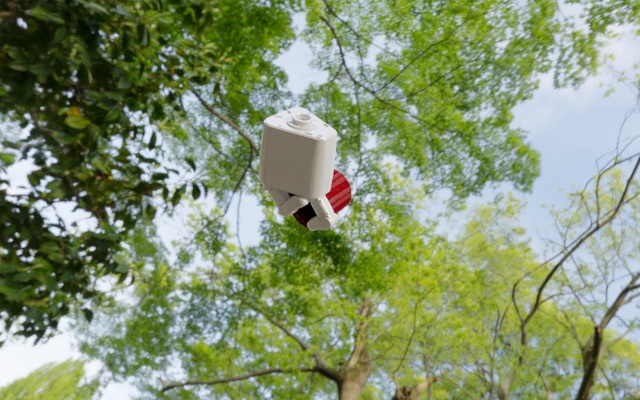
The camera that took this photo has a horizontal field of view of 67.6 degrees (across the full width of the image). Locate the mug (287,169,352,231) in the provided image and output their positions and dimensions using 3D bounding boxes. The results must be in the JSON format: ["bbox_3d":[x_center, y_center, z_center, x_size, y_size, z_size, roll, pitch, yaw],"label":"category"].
[{"bbox_3d":[0.000,0.004,0.851,0.093,0.117,0.081,28,40,26],"label":"mug"}]
